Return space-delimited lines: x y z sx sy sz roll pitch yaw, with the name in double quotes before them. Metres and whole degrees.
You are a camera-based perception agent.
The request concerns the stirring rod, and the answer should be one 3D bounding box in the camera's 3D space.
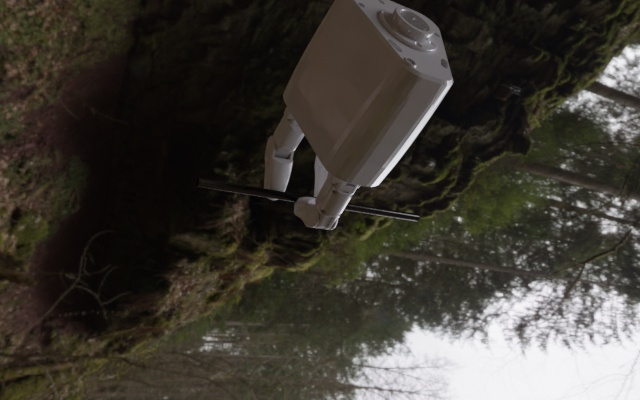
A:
"stirring rod" 0.000 0.001 0.464 0.239 0.011 0.011 9 -4 -28
